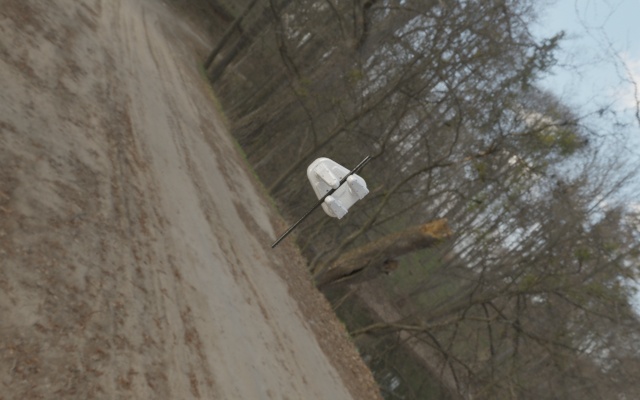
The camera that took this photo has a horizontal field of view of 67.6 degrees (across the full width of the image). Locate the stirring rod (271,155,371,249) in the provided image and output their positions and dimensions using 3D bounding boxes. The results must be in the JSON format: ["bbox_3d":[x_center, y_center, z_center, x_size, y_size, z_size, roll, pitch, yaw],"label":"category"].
[{"bbox_3d":[0.000,0.003,0.862,0.239,0.011,0.011,-43,-1,1],"label":"stirring rod"}]
